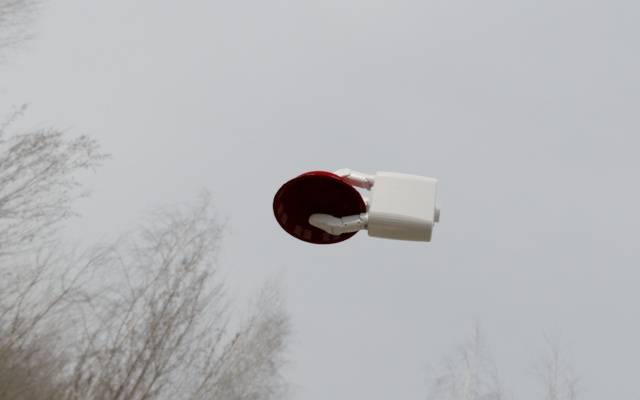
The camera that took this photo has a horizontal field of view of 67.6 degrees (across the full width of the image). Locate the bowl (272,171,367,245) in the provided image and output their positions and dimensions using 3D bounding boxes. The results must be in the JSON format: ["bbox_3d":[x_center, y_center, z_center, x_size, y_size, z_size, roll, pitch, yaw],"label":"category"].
[{"bbox_3d":[-0.001,0.002,0.832,0.162,0.162,0.055,0,41,7],"label":"bowl"}]
